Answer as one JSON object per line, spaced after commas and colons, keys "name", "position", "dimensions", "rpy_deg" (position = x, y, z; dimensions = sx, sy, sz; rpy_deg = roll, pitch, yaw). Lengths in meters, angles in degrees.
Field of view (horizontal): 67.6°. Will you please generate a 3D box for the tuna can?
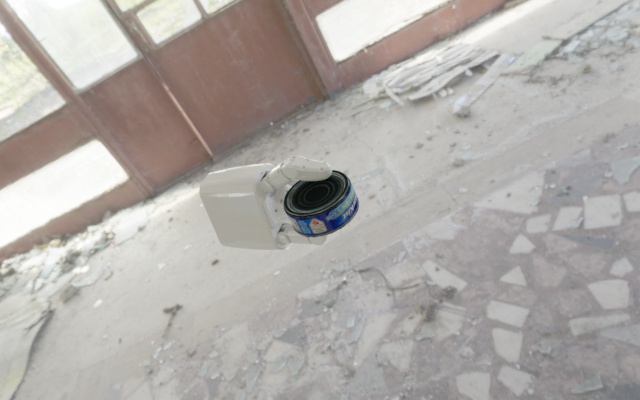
{"name": "tuna can", "position": [0.000, 0.001, 0.564], "dimensions": [0.086, 0.034, 0.086], "rpy_deg": [-17, 35, 12]}
